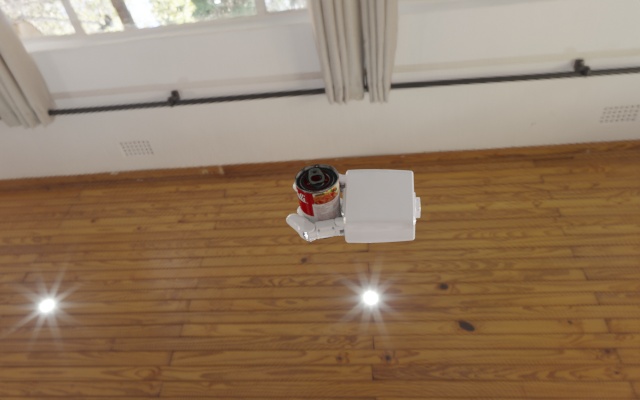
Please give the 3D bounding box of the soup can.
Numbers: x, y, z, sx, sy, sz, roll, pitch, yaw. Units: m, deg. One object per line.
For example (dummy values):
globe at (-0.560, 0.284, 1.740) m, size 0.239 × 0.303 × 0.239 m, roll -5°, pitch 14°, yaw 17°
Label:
soup can at (0.000, 0.003, 0.757) m, size 0.068 × 0.102 × 0.068 m, roll -5°, pitch 42°, yaw 4°
